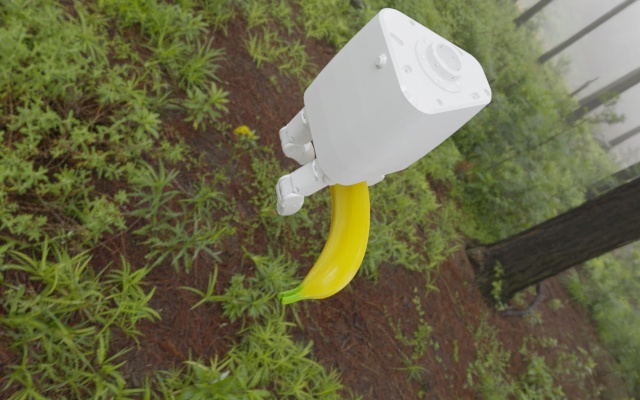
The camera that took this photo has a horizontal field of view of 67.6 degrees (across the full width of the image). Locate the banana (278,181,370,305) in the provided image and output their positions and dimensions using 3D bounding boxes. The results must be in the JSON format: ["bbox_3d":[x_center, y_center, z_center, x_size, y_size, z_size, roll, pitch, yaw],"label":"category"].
[{"bbox_3d":[0.016,0.011,0.458,0.069,0.197,0.037,22,-31,-17],"label":"banana"}]
